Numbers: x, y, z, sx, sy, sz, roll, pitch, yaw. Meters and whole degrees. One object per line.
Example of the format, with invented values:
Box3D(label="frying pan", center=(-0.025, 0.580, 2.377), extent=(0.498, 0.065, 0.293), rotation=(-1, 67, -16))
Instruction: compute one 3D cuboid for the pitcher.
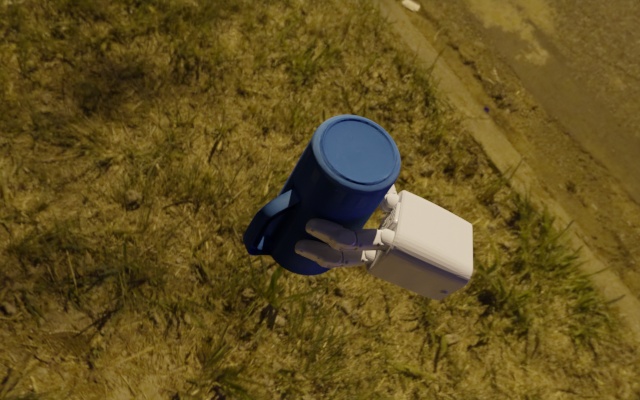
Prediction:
Box3D(label="pitcher", center=(0.000, 0.002, 0.629), extent=(0.145, 0.149, 0.243), rotation=(26, -33, -3))
